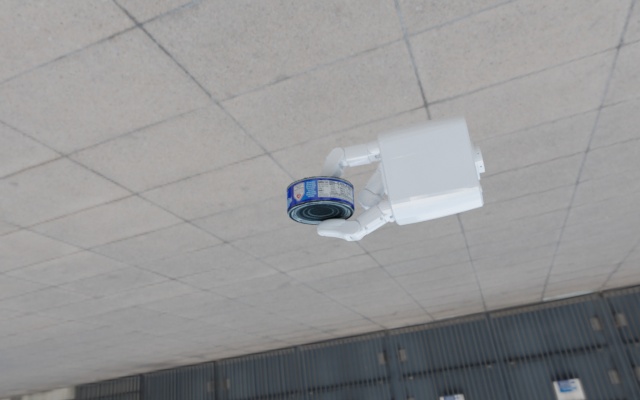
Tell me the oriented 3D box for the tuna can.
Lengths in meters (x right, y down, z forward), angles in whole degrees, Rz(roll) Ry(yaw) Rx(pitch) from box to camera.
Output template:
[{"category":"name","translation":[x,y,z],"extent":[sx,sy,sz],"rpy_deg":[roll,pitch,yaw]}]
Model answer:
[{"category":"tuna can","translation":[0.000,0.003,0.599],"extent":[0.086,0.033,0.086],"rpy_deg":[-2,-22,-1]}]
